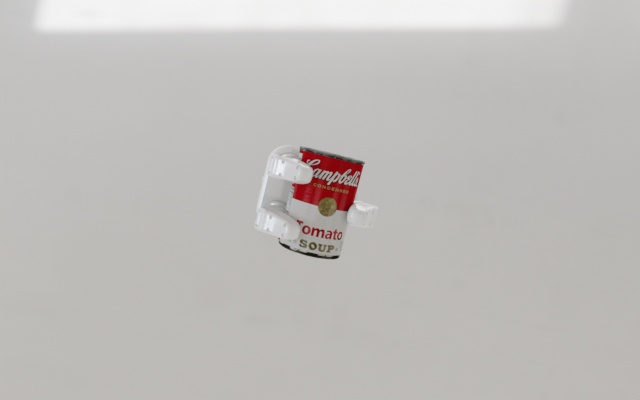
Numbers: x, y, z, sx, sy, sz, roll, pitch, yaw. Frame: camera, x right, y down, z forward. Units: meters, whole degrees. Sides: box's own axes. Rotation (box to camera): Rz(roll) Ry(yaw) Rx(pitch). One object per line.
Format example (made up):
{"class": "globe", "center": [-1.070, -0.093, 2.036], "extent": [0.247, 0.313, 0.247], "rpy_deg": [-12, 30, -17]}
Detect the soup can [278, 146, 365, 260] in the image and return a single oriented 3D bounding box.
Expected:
{"class": "soup can", "center": [0.000, 0.002, 0.487], "extent": [0.068, 0.102, 0.068], "rpy_deg": [14, 5, -1]}
